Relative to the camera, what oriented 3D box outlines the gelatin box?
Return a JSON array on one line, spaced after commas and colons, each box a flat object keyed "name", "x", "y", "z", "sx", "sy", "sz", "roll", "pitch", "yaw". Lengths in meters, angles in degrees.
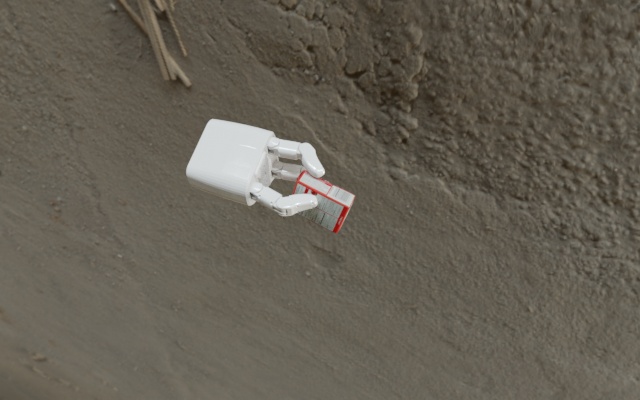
[{"name": "gelatin box", "x": 0.000, "y": 0.003, "z": 0.726, "sx": 0.089, "sy": 0.030, "sz": 0.073, "roll": 27, "pitch": -39, "yaw": 5}]
